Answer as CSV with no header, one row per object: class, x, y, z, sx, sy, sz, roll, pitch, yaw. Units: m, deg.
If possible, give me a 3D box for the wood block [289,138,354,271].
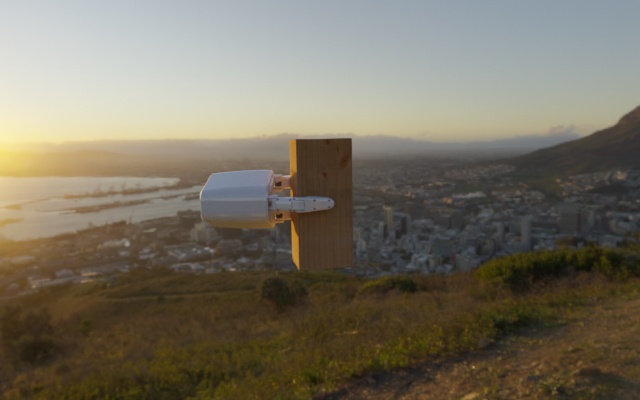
wood block,0.000,0.002,0.787,0.090,0.206,0.091,-3,7,-11
